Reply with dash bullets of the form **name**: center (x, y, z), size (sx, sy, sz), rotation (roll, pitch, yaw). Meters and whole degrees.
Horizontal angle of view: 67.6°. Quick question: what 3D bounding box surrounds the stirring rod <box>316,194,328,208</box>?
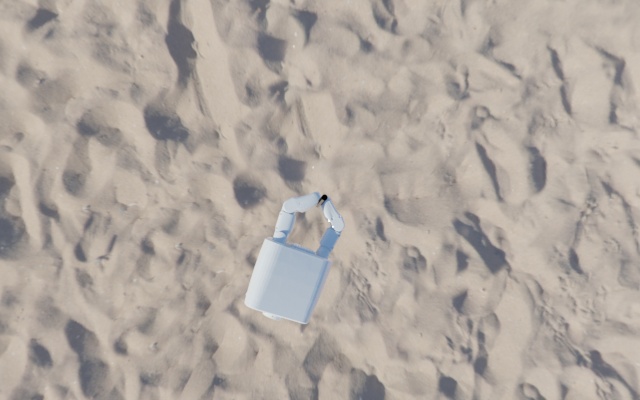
- **stirring rod**: center (0.000, 0.002, 0.726), size (0.011, 0.011, 0.239), rotation (0, -3, -2)
